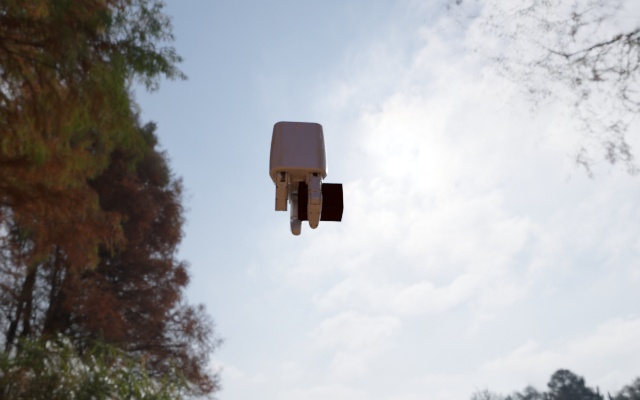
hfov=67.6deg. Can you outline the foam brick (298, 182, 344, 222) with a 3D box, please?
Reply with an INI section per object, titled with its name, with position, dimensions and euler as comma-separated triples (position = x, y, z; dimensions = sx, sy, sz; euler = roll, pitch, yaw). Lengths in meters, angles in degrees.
[foam brick]
position = 0.000, 0.003, 0.826
dimensions = 0.078, 0.051, 0.053
euler = 2, -31, -5
